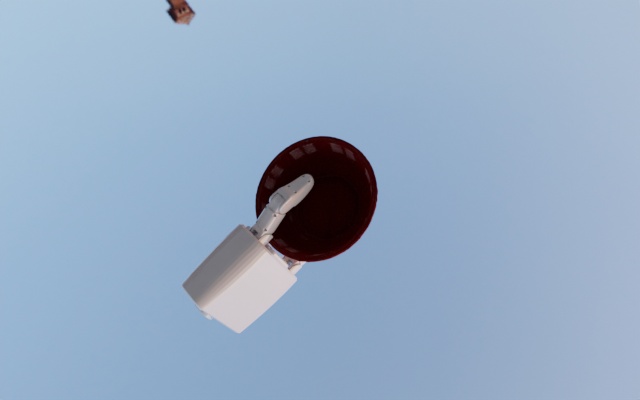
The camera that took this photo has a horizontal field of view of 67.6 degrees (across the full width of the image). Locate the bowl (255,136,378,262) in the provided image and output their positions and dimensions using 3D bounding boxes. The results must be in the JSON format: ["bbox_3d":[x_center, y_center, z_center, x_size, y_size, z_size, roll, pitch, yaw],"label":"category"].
[{"bbox_3d":[0.001,0.001,0.611,0.162,0.162,0.055,0,-15,21],"label":"bowl"}]
